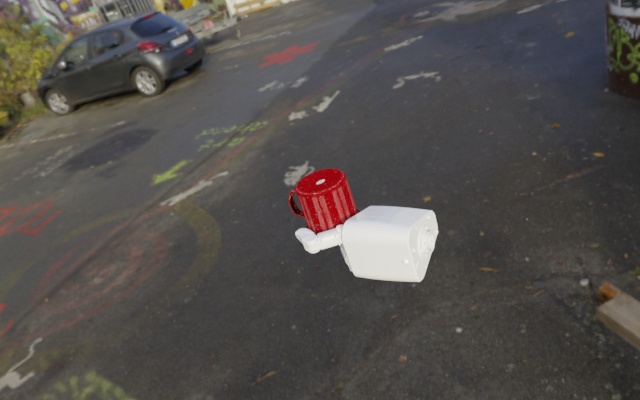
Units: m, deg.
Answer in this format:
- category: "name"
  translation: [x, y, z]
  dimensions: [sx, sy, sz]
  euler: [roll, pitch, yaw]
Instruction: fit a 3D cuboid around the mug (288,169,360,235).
- category: "mug"
  translation: [-0.001, 0.002, 0.759]
  dimensions: [0.117, 0.081, 0.093]
  euler: [1, 34, 33]
